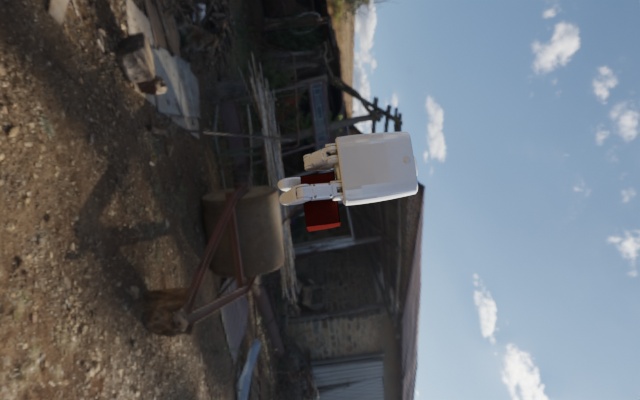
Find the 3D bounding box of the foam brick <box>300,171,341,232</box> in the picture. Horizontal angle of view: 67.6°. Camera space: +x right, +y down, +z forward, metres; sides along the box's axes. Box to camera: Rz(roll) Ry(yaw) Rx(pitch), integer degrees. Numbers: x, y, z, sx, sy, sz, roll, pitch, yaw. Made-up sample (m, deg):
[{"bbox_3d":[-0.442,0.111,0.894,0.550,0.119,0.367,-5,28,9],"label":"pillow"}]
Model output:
[{"bbox_3d":[0.000,0.003,0.705,0.051,0.078,0.053,-7,-9,-1],"label":"foam brick"}]
